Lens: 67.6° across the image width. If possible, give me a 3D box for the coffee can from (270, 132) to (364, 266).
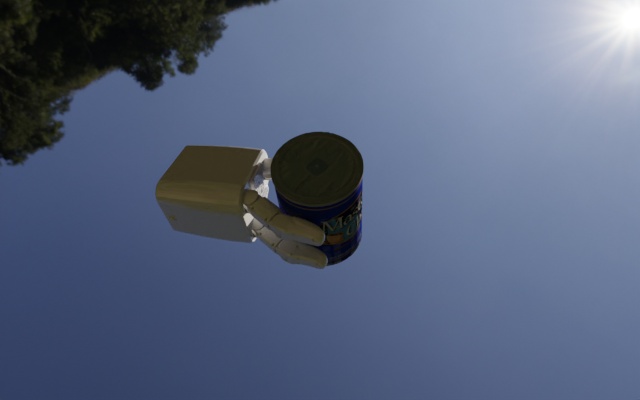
[{"bbox_3d":[0.000,0.002,0.578,0.103,0.102,0.140,0,-35,4],"label":"coffee can"}]
